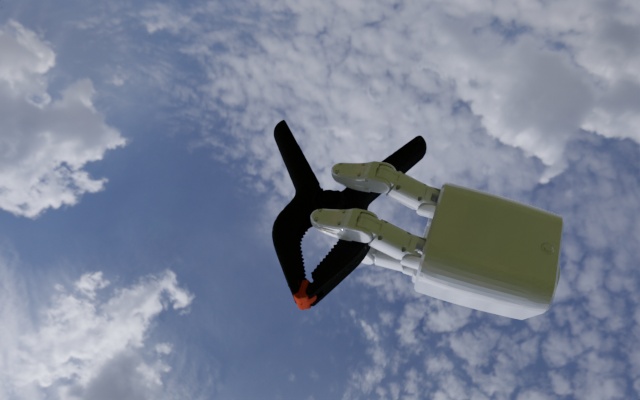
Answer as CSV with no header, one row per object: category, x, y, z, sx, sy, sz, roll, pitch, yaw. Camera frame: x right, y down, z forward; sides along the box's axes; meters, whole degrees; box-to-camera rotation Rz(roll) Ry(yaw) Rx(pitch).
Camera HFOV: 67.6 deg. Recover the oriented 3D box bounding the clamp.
clamp,0.000,0.002,0.468,0.164,0.210,0.036,14,-32,17
